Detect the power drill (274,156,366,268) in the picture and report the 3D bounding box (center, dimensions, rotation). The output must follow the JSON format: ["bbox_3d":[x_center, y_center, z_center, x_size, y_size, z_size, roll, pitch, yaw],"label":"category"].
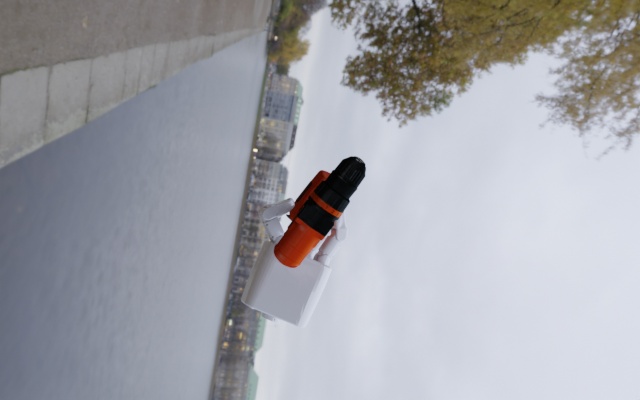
[{"bbox_3d":[0.000,0.003,0.735,0.057,0.184,0.187,38,9,-5],"label":"power drill"}]
